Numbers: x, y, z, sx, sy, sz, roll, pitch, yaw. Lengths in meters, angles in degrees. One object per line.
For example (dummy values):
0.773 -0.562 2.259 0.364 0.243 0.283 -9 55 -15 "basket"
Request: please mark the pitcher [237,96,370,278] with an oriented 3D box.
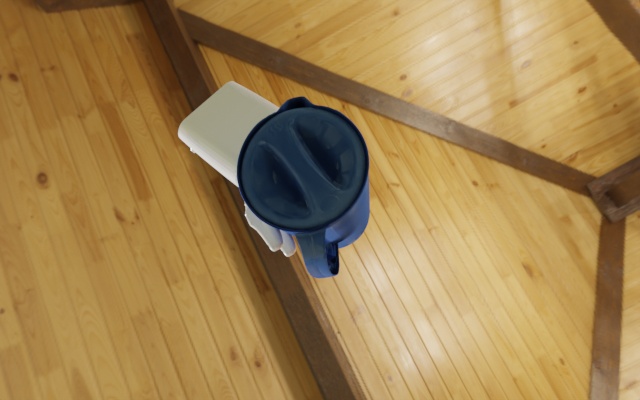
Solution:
0.000 0.002 0.576 0.145 0.149 0.243 34 -6 16 "pitcher"
